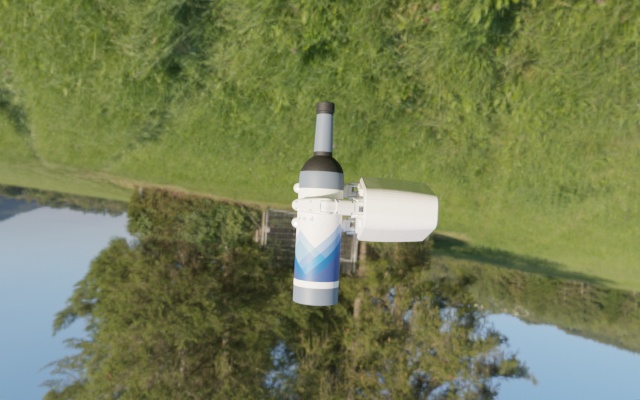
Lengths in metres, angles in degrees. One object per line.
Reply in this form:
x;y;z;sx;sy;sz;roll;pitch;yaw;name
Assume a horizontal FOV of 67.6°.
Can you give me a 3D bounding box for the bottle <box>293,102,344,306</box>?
0.000;0.003;0.710;0.069;0.295;0.069;3;-1;0;bottle
